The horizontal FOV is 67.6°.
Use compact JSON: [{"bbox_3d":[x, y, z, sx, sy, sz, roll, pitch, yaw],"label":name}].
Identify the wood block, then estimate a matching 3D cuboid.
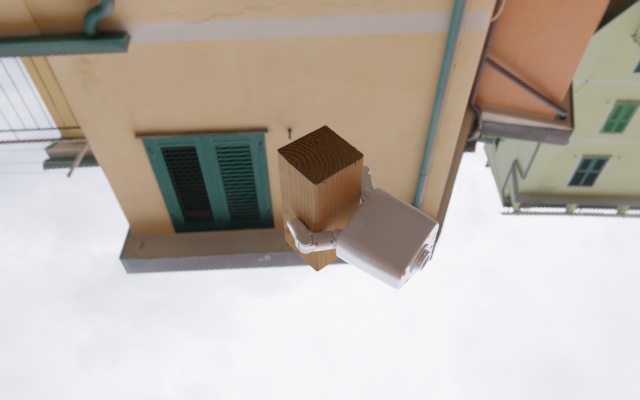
[{"bbox_3d":[0.000,0.003,0.733,0.091,0.206,0.090,-31,55,-25],"label":"wood block"}]
